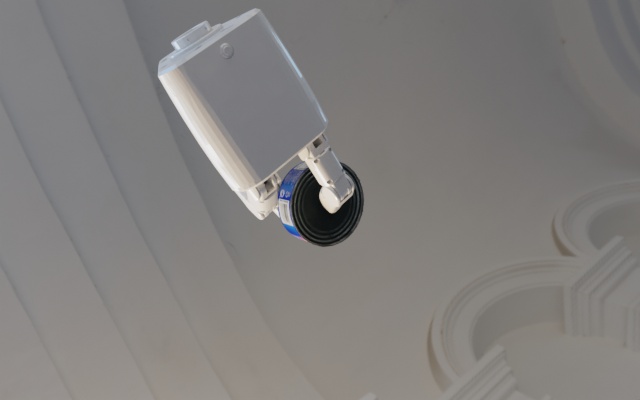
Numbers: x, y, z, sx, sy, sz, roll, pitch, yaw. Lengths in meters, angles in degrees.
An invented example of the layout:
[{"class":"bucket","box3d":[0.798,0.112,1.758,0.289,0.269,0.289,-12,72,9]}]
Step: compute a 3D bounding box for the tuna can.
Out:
[{"class":"tuna can","box3d":[0.000,0.002,0.481,0.086,0.086,0.033,0,6,-33]}]
